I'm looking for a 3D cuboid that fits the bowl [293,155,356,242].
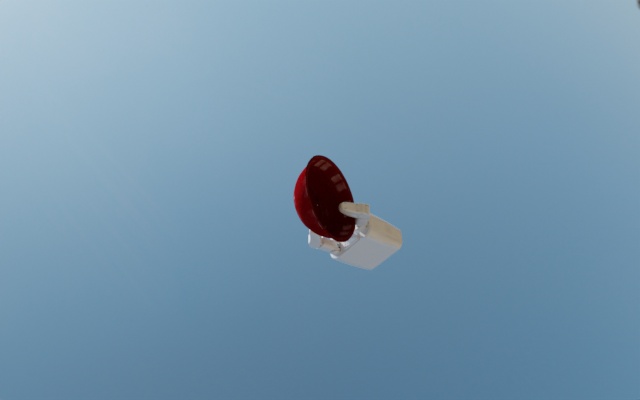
[{"bbox_3d":[-0.001,0.002,0.859,0.055,0.162,0.162,-19,-10,29],"label":"bowl"}]
